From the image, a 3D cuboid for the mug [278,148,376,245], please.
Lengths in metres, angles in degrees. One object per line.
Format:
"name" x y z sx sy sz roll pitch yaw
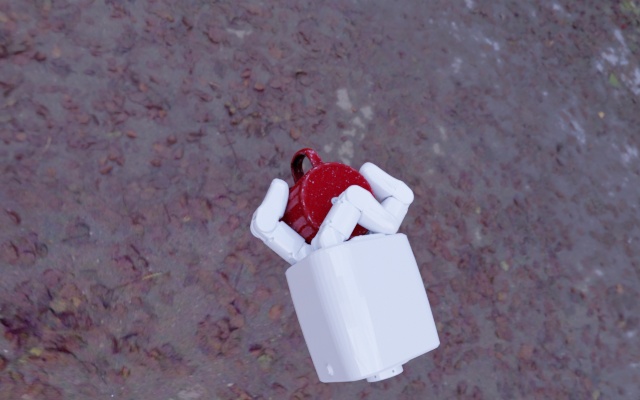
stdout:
"mug" 0.000 0.000 0.485 0.093 0.117 0.081 -12 -15 -27
